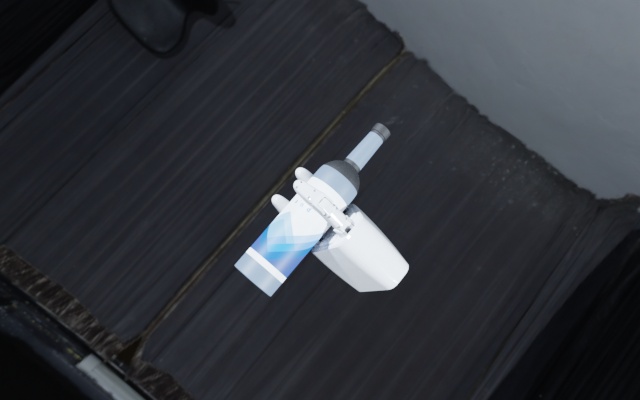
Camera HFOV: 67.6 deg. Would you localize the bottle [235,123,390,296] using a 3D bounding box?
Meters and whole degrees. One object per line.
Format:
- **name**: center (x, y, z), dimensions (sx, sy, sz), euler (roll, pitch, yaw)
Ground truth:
- **bottle**: center (0.000, 0.002, 0.688), dimensions (0.069, 0.295, 0.069), euler (39, -11, 9)
